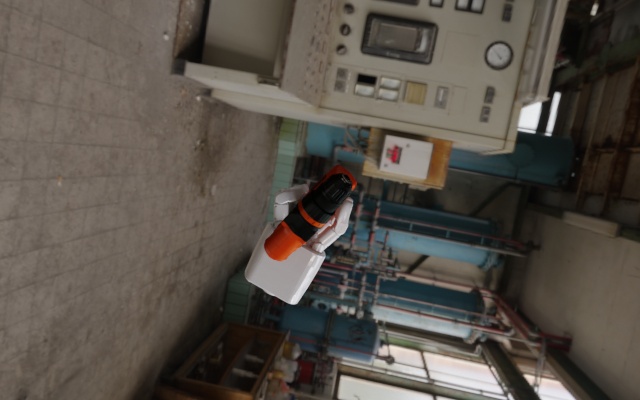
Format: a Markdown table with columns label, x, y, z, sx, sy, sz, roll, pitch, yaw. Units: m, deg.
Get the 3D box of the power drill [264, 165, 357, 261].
| label | x | y | z | sx | sy | sz | roll | pitch | yaw |
| --- | --- | --- | --- | --- | --- | --- | --- | --- | --- |
| power drill | 0.000 | 0.003 | 0.777 | 0.184 | 0.057 | 0.187 | -43 | 1 | 27 |
